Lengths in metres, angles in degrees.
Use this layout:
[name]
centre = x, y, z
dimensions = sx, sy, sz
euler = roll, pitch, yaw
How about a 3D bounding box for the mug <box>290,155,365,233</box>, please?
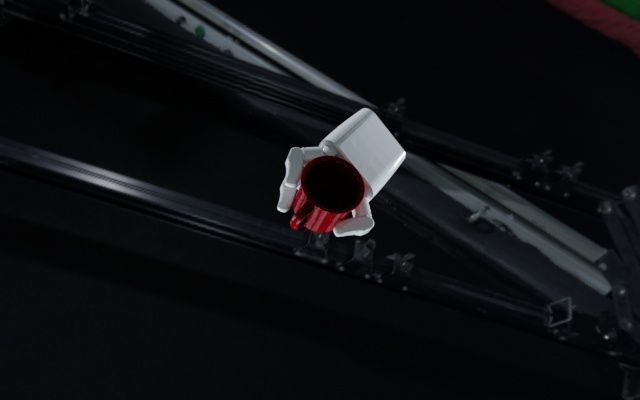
[mug]
centre = -0.001, 0.003, 0.687
dimensions = 0.117, 0.093, 0.081
euler = -43, -9, -31
